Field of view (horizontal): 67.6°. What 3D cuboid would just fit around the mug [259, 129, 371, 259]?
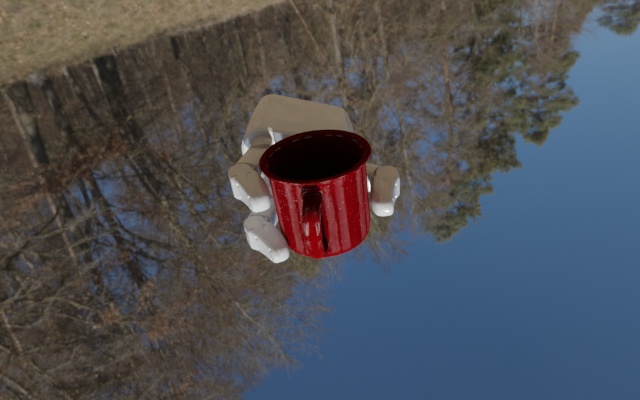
[{"bbox_3d":[0.000,0.002,0.404,0.093,0.082,0.117,-5,33,5],"label":"mug"}]
